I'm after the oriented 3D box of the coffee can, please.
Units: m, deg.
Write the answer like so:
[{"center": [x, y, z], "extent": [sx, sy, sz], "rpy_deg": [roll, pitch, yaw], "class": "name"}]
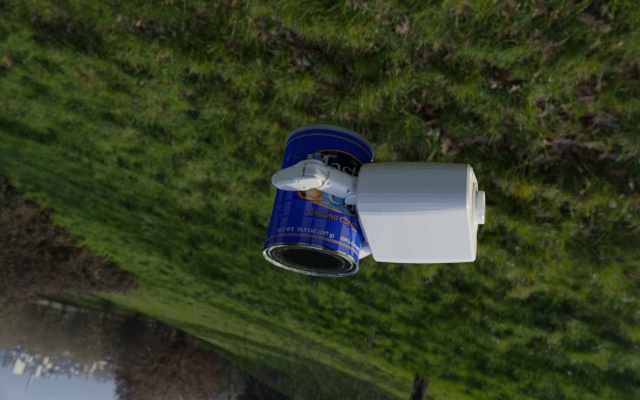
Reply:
[{"center": [0.000, 0.002, 0.528], "extent": [0.103, 0.140, 0.103], "rpy_deg": [8, -23, 4], "class": "coffee can"}]
